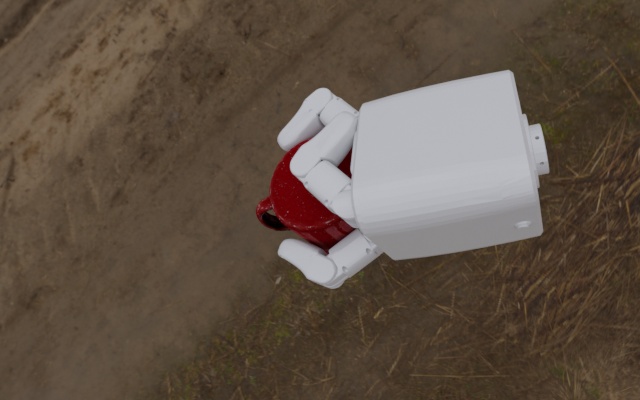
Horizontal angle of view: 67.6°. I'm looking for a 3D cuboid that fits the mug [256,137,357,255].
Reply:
[{"bbox_3d":[-0.001,0.001,0.401,0.117,0.093,0.081,-12,-26,22],"label":"mug"}]
